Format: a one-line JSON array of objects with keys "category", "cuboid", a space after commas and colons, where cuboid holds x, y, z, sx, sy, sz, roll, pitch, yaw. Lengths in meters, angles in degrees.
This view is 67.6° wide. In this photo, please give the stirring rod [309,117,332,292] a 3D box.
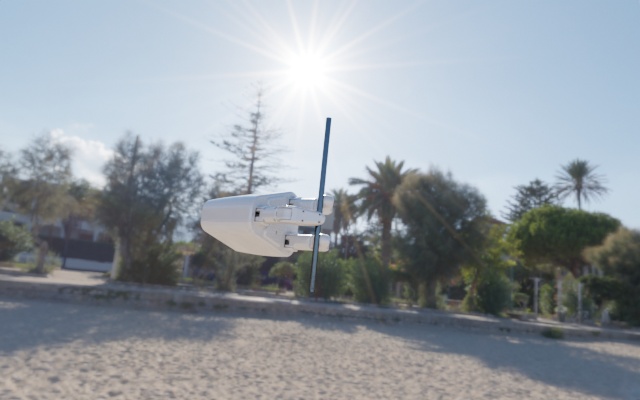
[{"category": "stirring rod", "cuboid": [0.000, 0.002, 0.649, 0.011, 0.239, 0.011, 6, -10, 1]}]
